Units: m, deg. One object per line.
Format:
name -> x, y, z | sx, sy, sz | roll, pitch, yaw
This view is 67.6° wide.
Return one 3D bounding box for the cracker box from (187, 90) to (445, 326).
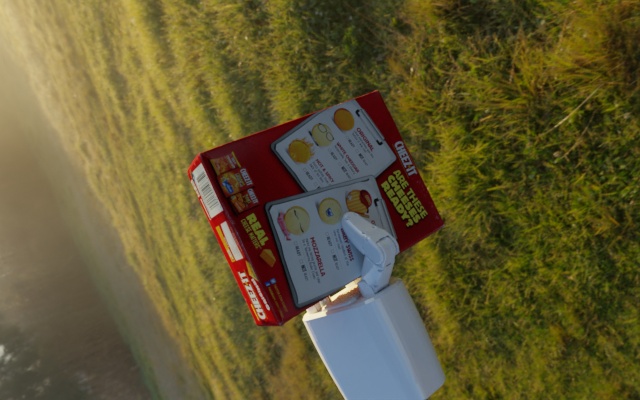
cracker box -> 0.000, 0.002, 0.479 | 0.213, 0.164, 0.072 | -26, 0, -31
